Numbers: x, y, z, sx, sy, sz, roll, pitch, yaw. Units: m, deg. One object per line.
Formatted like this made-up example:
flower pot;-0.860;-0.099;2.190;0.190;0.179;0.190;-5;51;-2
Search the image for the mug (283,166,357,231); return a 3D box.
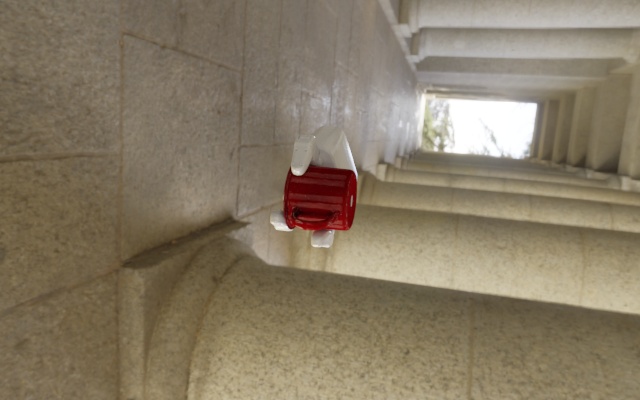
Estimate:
mug;0.000;0.003;0.624;0.081;0.093;0.117;5;29;13
